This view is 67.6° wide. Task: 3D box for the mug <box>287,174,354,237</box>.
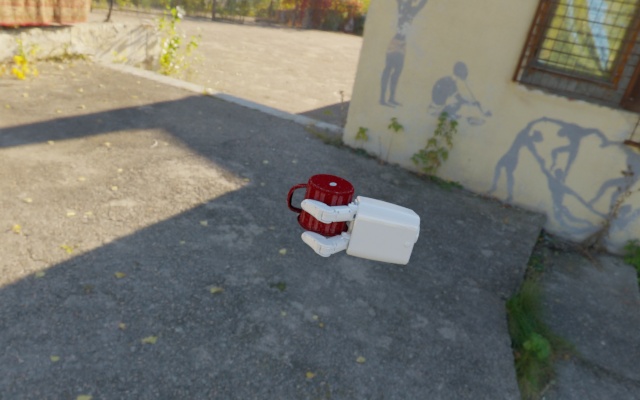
[{"bbox_3d":[-0.001,0.002,0.833,0.117,0.081,0.093,13,24,0],"label":"mug"}]
